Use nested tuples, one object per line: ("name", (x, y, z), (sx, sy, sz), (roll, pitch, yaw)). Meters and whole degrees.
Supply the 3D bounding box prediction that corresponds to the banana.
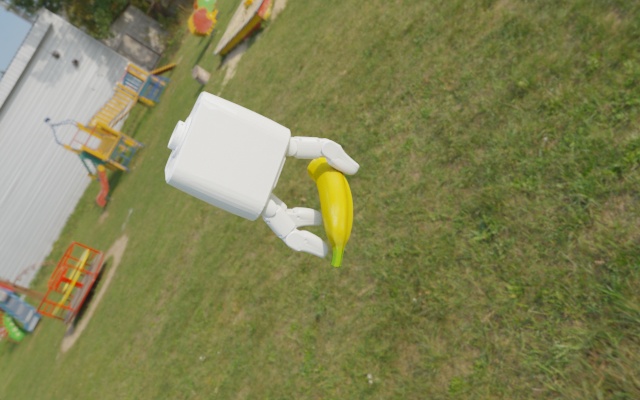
("banana", (0.009, -0.010, 0.599), (0.037, 0.070, 0.197), (17, 33, -21))
